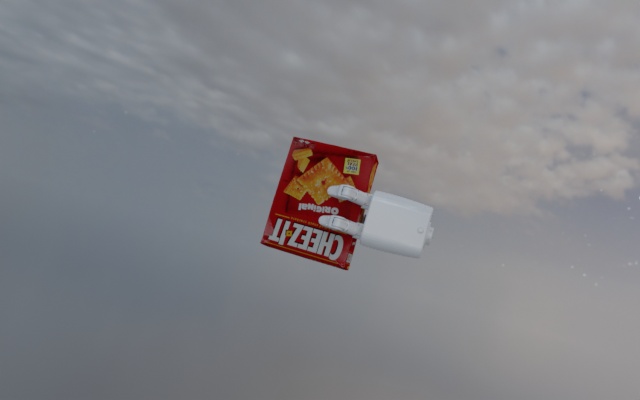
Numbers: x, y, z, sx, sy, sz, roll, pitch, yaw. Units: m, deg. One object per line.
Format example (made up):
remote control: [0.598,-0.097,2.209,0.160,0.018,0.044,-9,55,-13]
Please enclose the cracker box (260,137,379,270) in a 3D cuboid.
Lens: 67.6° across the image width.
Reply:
cracker box: [0.000,0.003,0.882,0.164,0.213,0.072,15,-7,13]
